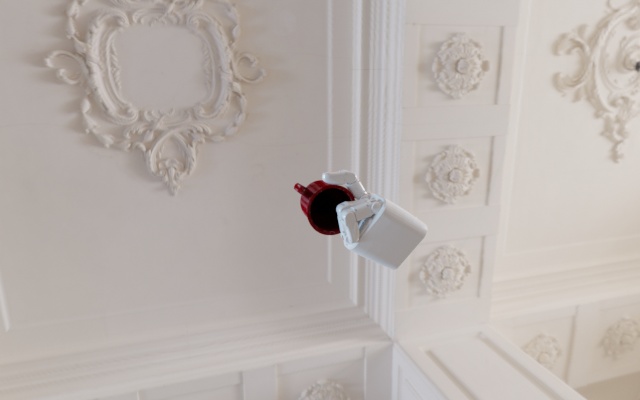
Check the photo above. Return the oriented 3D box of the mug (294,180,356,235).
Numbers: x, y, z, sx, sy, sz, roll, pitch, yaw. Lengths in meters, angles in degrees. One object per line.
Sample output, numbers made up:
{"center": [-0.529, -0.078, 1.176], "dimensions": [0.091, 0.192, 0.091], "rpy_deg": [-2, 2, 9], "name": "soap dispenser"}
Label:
{"center": [-0.001, 0.002, 0.878], "dimensions": [0.117, 0.093, 0.081], "rpy_deg": [30, 4, -21], "name": "mug"}
